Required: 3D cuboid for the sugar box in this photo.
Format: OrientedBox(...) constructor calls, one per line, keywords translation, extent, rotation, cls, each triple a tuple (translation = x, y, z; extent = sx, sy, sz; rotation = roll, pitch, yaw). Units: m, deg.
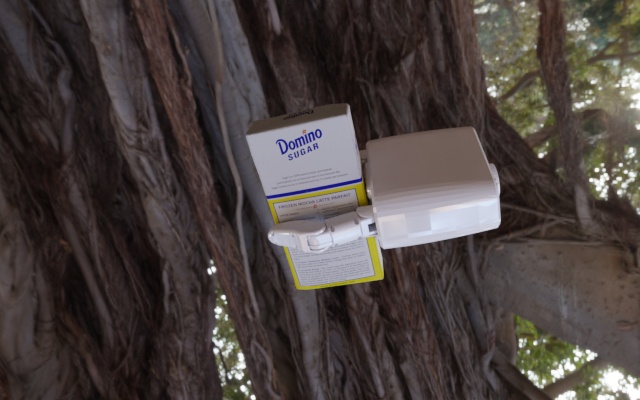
OrientedBox(translation=(0.000, 0.001, 0.459), extent=(0.093, 0.176, 0.048), rotation=(-10, 25, 9), cls="sugar box")
